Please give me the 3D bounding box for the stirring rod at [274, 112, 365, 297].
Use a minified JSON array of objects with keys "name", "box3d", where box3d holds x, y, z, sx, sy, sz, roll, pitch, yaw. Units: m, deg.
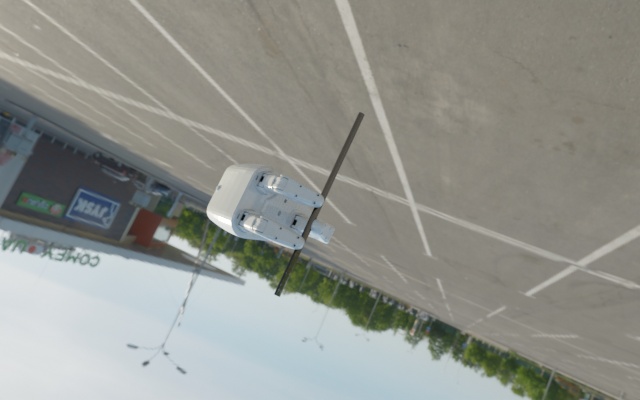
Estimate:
[{"name":"stirring rod","box3d":[0.000,0.002,0.568,0.011,0.239,0.011,24,-8,4]}]
